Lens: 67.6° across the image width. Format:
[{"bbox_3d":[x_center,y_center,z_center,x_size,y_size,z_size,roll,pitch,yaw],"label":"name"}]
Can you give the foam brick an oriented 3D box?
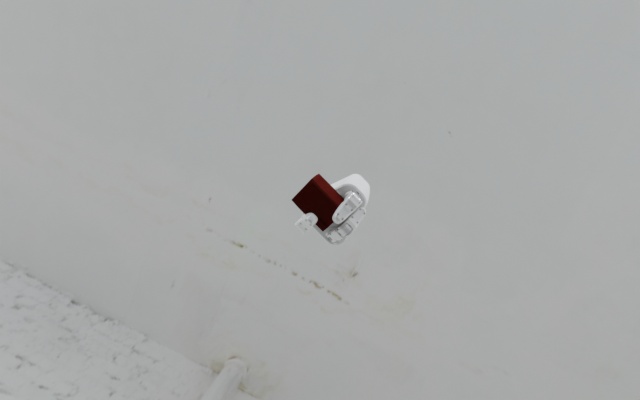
[{"bbox_3d":[0.000,0.002,0.802,0.053,0.078,0.051,-43,3,20],"label":"foam brick"}]
